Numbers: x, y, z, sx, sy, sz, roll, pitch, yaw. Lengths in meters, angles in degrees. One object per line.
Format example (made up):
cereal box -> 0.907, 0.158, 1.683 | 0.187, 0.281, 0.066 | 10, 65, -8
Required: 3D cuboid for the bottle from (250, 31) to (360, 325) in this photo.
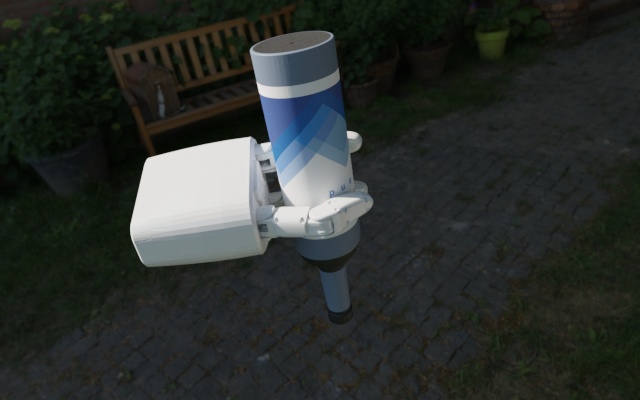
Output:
bottle -> 0.000, 0.001, 0.446 | 0.069, 0.296, 0.069 | -8, 31, 5
